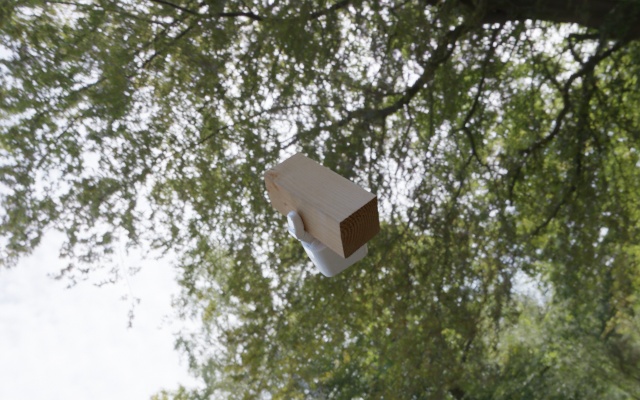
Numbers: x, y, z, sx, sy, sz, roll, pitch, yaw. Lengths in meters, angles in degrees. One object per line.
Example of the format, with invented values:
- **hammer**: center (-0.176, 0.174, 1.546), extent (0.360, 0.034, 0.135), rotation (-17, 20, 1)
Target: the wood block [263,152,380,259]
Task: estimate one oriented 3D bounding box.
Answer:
- **wood block**: center (0.000, 0.003, 0.865), extent (0.091, 0.090, 0.206), rotation (-36, 47, -26)
